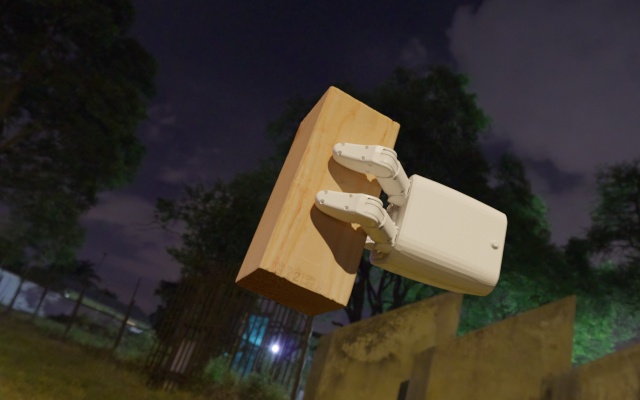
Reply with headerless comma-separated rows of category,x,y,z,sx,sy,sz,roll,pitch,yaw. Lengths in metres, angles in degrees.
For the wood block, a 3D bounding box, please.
wood block,0.000,0.002,0.492,0.090,0.206,0.091,27,-27,-13
